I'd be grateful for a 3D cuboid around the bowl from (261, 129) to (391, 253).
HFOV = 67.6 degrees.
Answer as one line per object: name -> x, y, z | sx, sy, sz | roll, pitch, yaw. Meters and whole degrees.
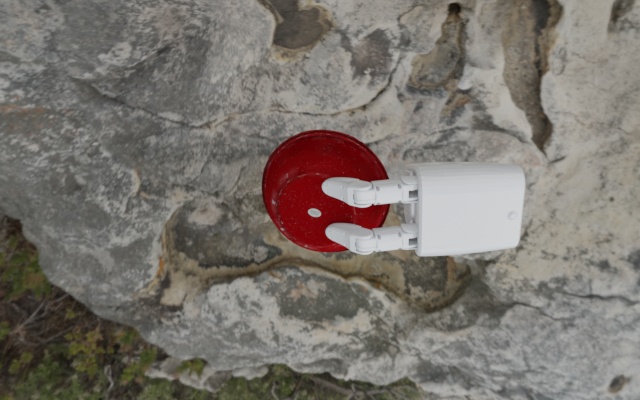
bowl -> -0.001, 0.002, 0.560 | 0.162, 0.162, 0.055 | 0, 23, 13
